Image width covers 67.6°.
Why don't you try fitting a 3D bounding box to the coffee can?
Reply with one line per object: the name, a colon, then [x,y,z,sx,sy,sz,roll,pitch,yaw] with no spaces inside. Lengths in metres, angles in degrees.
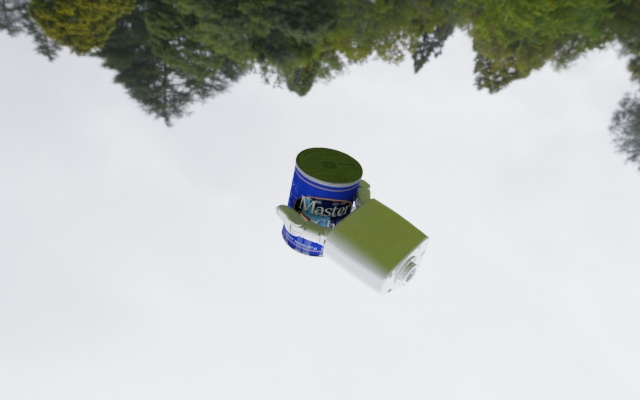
coffee can: [0.000,0.002,0.746,0.103,0.140,0.102,9,34,-6]
